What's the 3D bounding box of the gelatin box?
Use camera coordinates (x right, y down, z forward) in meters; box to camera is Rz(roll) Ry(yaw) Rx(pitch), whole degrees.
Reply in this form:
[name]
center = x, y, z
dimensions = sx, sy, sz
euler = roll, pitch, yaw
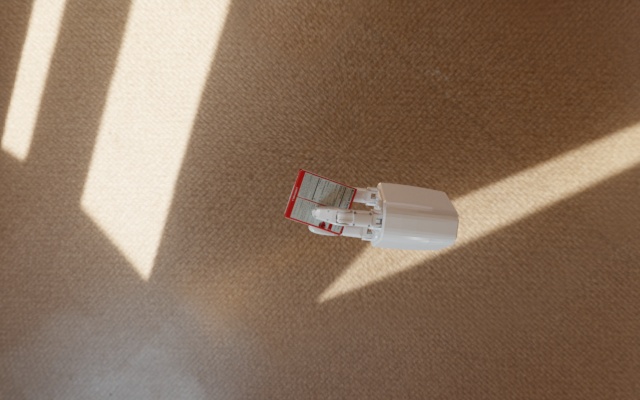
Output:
[gelatin box]
center = 0.000, 0.002, 0.696
dimensions = 0.089, 0.073, 0.030
euler = 19, 5, -6
